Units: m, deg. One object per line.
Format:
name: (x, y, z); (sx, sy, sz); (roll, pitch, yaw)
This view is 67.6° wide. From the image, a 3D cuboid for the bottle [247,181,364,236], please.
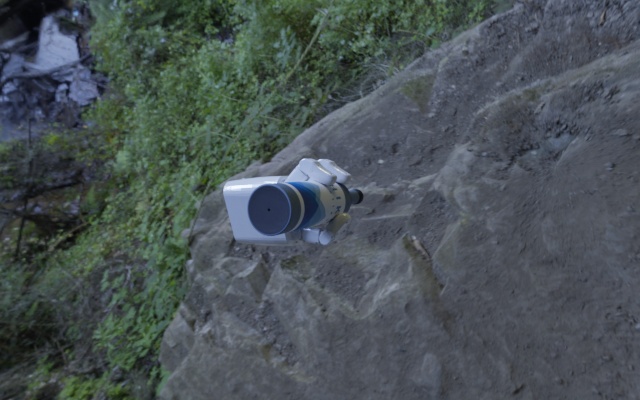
bottle: (0.000, 0.002, 0.728); (0.069, 0.069, 0.295); (0, 4, 26)
